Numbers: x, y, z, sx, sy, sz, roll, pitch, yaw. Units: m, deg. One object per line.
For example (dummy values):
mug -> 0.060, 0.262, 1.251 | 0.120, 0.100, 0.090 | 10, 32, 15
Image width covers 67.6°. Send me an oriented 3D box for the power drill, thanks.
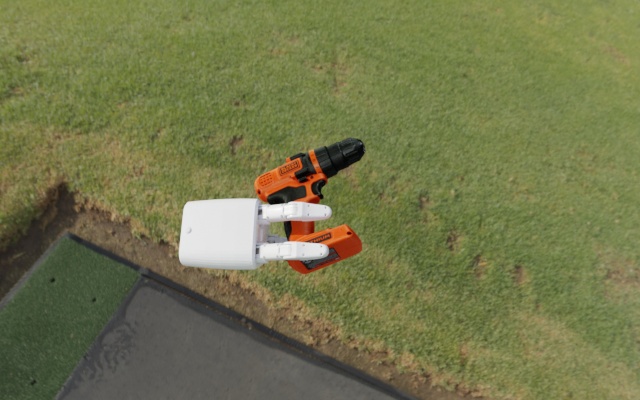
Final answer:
power drill -> 0.000, 0.003, 0.708 | 0.184, 0.187, 0.057 | -25, -39, 9
